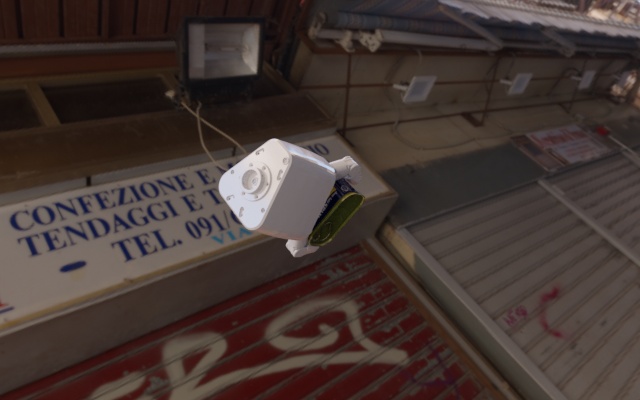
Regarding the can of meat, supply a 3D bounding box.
[{"bbox_3d":[0.000,0.002,0.701,0.084,0.102,0.057,48,19,27],"label":"can of meat"}]
